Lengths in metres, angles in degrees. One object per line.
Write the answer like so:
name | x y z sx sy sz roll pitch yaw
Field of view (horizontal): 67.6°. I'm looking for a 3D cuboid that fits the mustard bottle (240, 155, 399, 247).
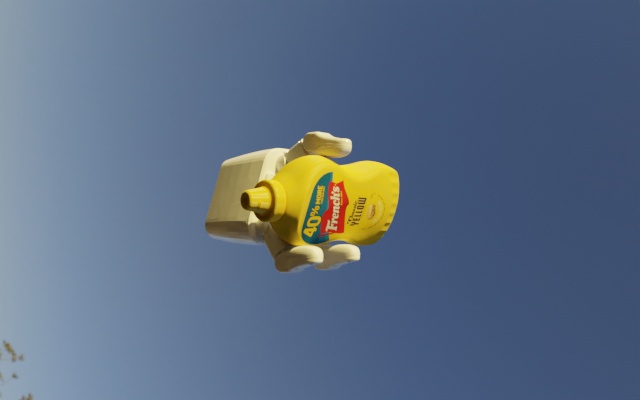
mustard bottle | 0.000 0.002 0.504 0.191 0.096 0.058 2 21 -43
